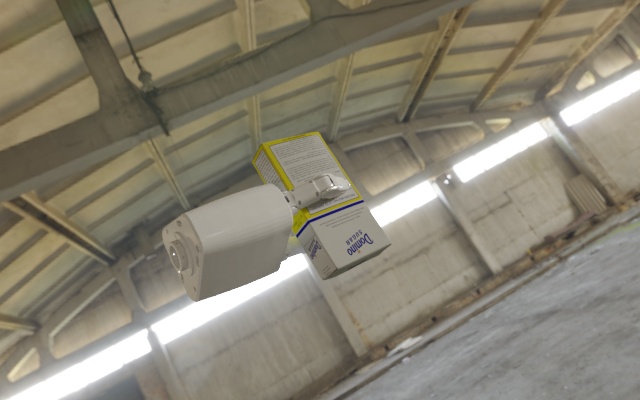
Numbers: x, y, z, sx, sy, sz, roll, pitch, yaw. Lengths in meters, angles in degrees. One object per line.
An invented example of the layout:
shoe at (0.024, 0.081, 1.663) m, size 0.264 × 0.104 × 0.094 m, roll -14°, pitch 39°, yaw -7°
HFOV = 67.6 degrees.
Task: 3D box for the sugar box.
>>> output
sugar box at (0.000, 0.002, 0.581) m, size 0.093 × 0.176 × 0.048 m, roll -19°, pitch -19°, yaw -36°
